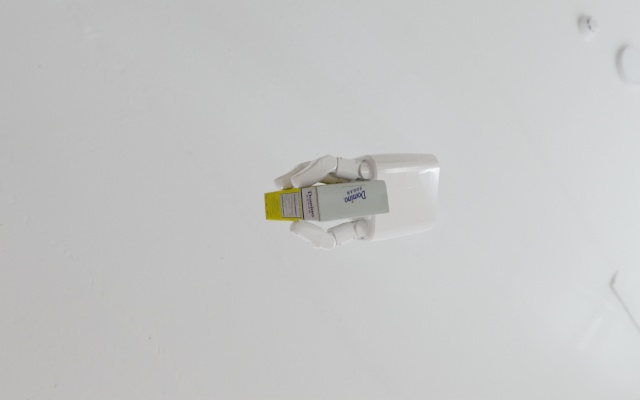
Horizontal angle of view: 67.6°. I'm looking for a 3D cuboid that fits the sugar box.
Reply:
[{"bbox_3d":[0.000,0.001,0.605,0.093,0.048,0.176,-6,-1,-26],"label":"sugar box"}]
